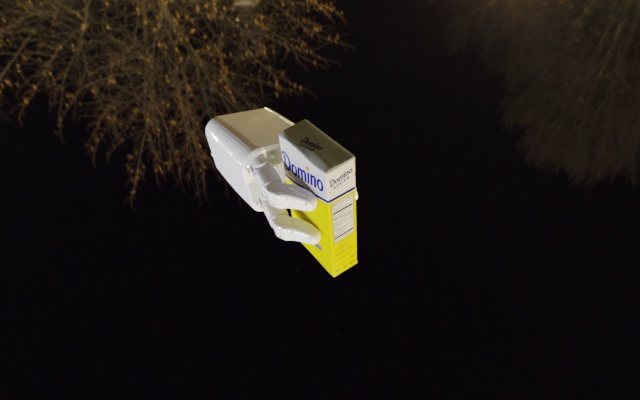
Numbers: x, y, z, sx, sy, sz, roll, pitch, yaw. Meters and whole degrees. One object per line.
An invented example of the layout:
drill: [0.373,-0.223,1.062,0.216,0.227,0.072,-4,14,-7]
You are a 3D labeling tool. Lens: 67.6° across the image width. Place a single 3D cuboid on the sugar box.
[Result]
sugar box: [0.000,0.002,0.567,0.048,0.176,0.093,-31,49,-20]
